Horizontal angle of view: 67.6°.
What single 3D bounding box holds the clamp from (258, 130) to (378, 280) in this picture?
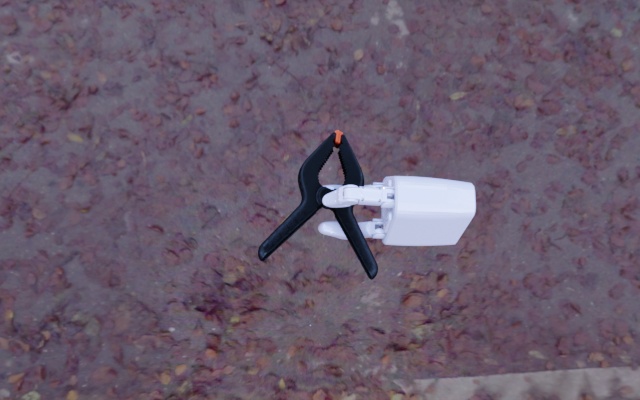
[{"bbox_3d":[0.000,0.001,0.671,0.164,0.210,0.036,3,-15,-4],"label":"clamp"}]
